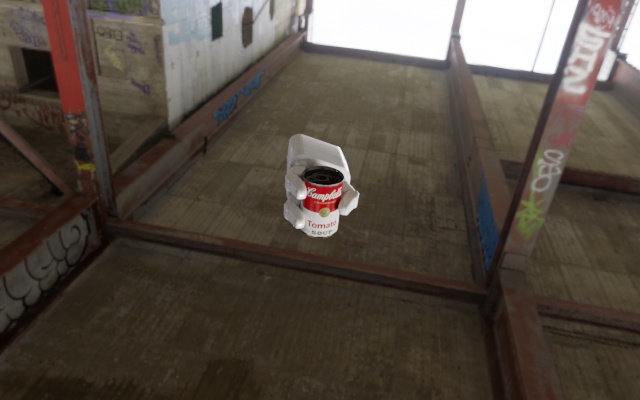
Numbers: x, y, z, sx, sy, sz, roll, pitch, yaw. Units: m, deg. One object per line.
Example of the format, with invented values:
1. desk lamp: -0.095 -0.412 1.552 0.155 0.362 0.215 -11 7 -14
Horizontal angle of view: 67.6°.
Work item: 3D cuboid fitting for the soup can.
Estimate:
1. soup can: 0.000 0.003 0.790 0.068 0.102 0.068 4 30 -3
